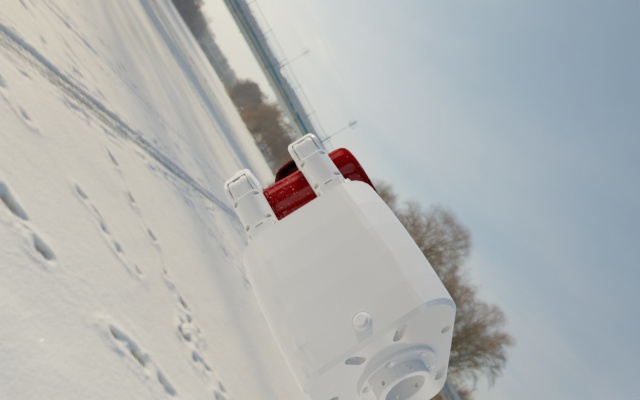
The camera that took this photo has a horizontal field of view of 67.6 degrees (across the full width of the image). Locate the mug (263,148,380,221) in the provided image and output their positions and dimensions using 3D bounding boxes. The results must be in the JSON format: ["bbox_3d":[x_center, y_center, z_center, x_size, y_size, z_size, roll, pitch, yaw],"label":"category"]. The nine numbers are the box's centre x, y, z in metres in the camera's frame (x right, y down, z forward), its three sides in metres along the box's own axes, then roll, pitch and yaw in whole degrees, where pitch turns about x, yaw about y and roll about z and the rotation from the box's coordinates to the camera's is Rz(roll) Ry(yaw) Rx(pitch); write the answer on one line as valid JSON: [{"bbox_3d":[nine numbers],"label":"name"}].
[{"bbox_3d":[0.000,0.000,0.411,0.081,0.093,0.117,-30,46,-2],"label":"mug"}]
